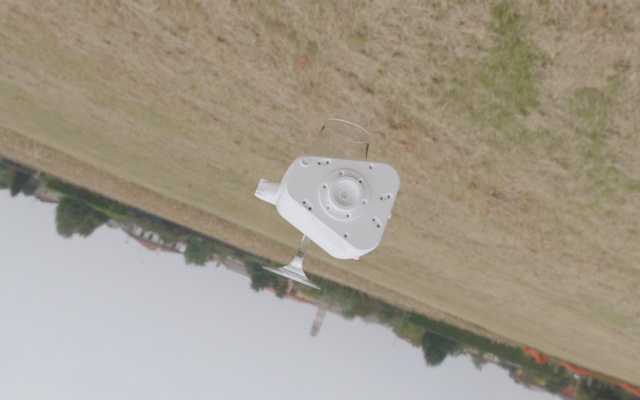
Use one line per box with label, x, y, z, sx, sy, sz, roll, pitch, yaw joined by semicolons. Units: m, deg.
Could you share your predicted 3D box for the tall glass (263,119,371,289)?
tall glass;0.000;0.003;0.591;0.079;0.201;0.079;20;-10;4
